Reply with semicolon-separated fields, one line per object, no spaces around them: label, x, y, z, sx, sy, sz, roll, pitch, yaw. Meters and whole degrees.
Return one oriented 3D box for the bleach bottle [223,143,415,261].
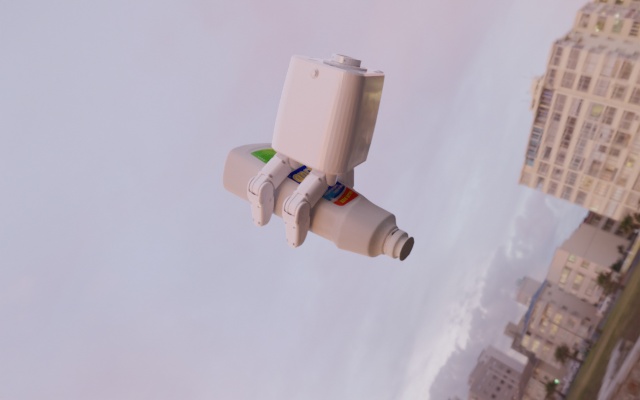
bleach bottle;0.000;0.002;0.565;0.250;0.068;0.102;26;23;33
